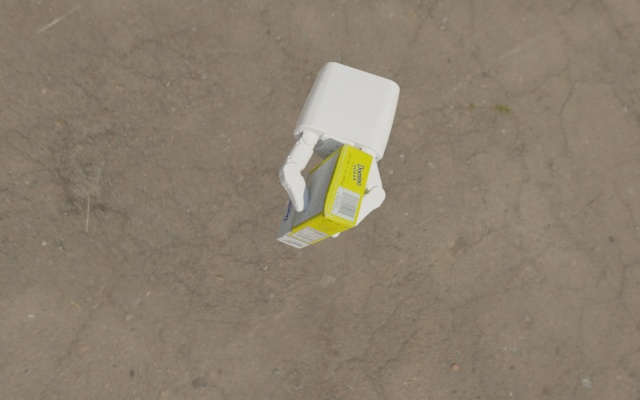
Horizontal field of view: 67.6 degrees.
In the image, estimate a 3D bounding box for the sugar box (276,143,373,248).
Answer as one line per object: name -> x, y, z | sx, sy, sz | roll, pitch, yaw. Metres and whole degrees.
sugar box -> 0.001, 0.002, 0.613 | 0.048, 0.093, 0.176 | 22, -20, -14
